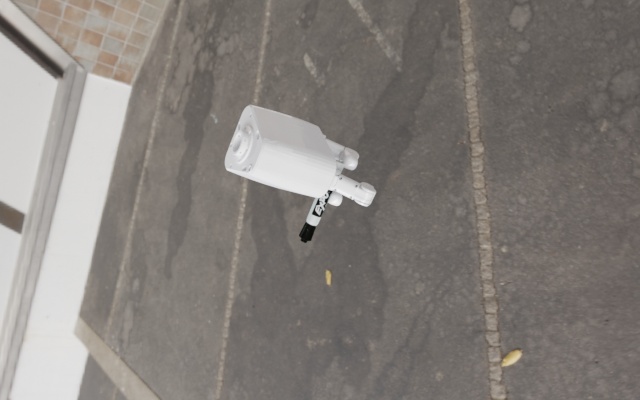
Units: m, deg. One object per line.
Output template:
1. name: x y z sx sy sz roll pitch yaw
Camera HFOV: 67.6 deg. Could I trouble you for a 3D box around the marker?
1. marker: 0.000 0.002 0.641 0.020 0.121 0.020 22 13 -5
